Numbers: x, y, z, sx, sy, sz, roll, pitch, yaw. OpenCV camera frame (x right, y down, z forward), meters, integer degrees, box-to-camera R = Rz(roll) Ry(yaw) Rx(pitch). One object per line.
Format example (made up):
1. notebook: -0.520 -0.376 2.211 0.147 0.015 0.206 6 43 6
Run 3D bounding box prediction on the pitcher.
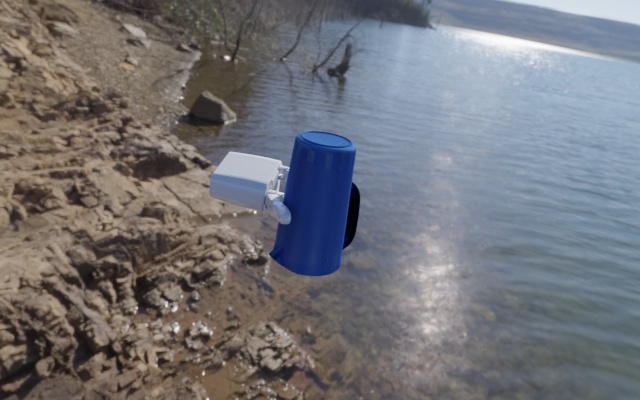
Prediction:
1. pitcher: 0.000 0.003 0.871 0.145 0.243 0.149 13 22 6
